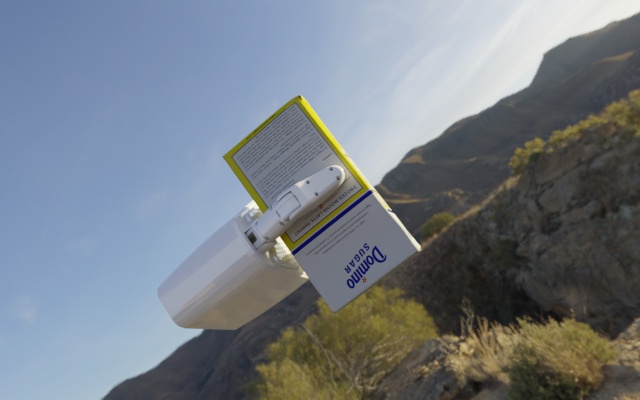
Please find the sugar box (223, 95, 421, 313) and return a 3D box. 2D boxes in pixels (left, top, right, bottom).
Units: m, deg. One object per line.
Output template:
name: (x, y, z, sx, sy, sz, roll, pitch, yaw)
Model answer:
sugar box: (0.000, 0.001, 0.433, 0.093, 0.176, 0.048, -38, -10, 10)
